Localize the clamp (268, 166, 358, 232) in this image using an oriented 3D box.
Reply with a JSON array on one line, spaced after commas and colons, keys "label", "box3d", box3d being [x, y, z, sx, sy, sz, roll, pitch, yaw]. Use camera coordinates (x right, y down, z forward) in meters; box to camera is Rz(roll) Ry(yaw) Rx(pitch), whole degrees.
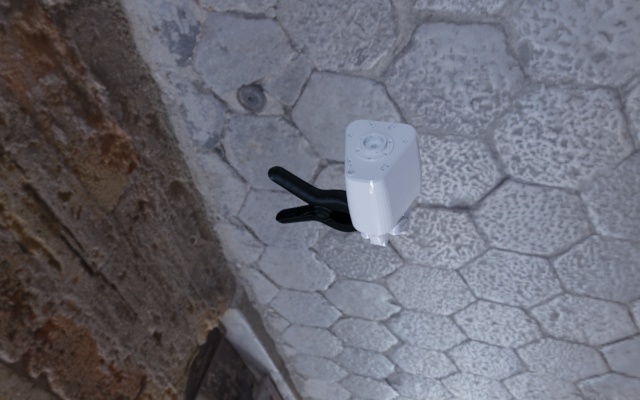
[{"label": "clamp", "box3d": [0.000, 0.003, 0.698, 0.171, 0.039, 0.120, 6, -33, 18]}]
